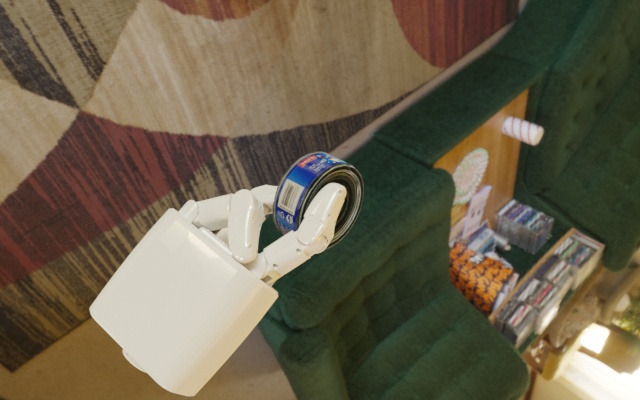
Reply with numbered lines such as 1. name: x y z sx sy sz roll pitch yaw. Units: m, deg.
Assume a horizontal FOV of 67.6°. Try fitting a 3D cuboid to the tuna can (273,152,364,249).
1. tuna can: 0.001 0.002 0.432 0.033 0.086 0.086 28 18 38
